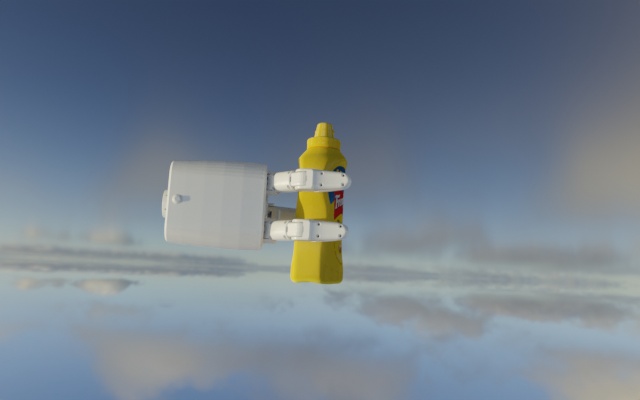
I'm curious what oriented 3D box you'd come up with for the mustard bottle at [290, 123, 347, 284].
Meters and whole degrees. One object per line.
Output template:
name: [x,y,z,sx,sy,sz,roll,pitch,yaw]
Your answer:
mustard bottle: [0.000,0.002,0.569,0.058,0.191,0.096,0,-9,15]
